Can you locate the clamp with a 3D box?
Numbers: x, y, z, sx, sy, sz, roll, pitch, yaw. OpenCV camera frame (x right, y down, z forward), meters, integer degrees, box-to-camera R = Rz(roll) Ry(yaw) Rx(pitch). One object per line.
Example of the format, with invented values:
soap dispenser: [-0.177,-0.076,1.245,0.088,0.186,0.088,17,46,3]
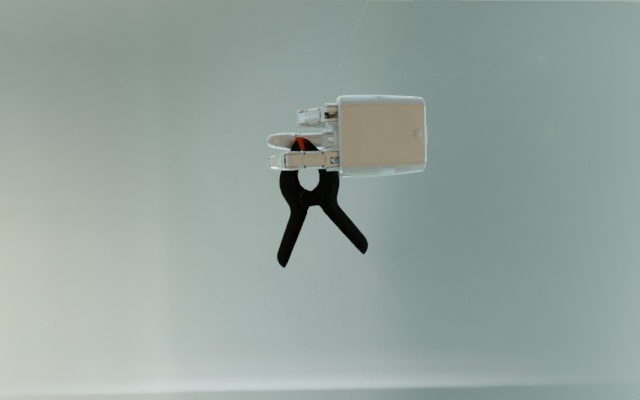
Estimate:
clamp: [0.000,0.002,0.626,0.120,0.171,0.039,-2,4,-1]
